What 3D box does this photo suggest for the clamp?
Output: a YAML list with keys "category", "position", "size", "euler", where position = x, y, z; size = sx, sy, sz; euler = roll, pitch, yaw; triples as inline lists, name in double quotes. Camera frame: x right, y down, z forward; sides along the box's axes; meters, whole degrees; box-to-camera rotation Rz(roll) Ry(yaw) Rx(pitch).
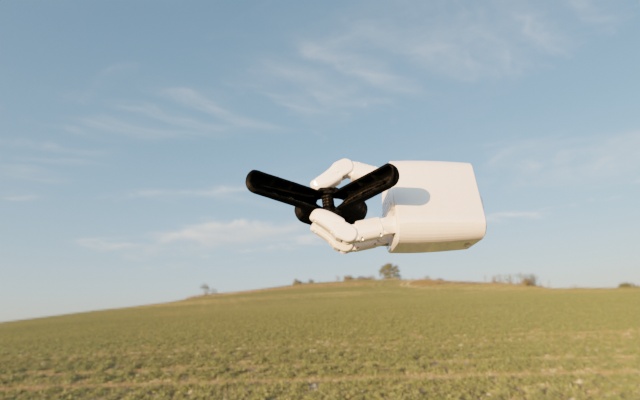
- category: "clamp"
  position: [0.000, 0.001, 0.592]
  size: [0.164, 0.036, 0.210]
  euler: [1, -18, -1]
